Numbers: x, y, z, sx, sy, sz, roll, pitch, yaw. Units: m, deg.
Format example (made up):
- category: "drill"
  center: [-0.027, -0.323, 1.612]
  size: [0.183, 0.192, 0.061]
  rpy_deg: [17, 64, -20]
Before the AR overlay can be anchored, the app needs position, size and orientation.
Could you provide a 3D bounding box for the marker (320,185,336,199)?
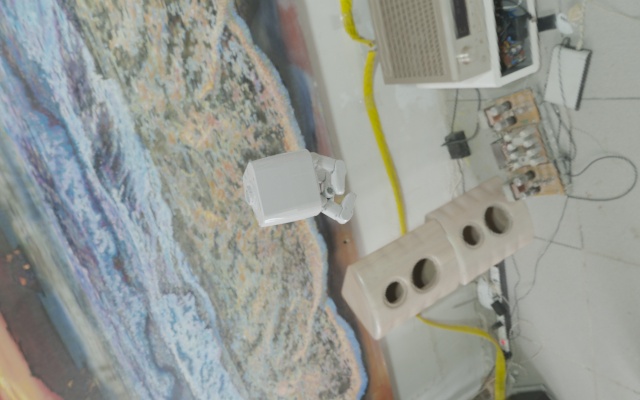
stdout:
- category: "marker"
  center: [0.000, 0.003, 0.869]
  size: [0.020, 0.020, 0.121]
  rpy_deg: [0, -20, -18]
